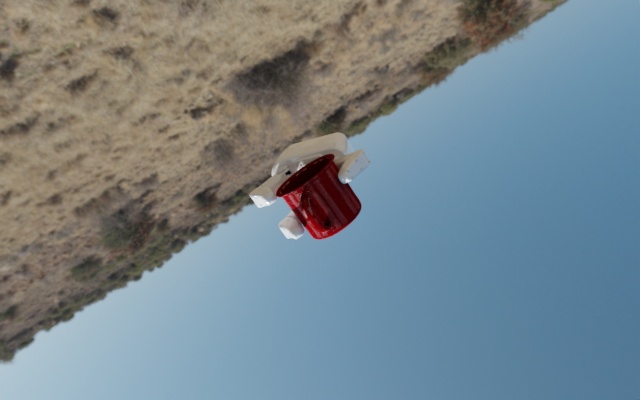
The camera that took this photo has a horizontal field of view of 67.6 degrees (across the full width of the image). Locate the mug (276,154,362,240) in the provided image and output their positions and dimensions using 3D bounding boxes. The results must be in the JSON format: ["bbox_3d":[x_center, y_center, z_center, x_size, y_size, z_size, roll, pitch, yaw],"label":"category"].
[{"bbox_3d":[0.000,0.003,0.623,0.093,0.081,0.117,-30,17,17],"label":"mug"}]
